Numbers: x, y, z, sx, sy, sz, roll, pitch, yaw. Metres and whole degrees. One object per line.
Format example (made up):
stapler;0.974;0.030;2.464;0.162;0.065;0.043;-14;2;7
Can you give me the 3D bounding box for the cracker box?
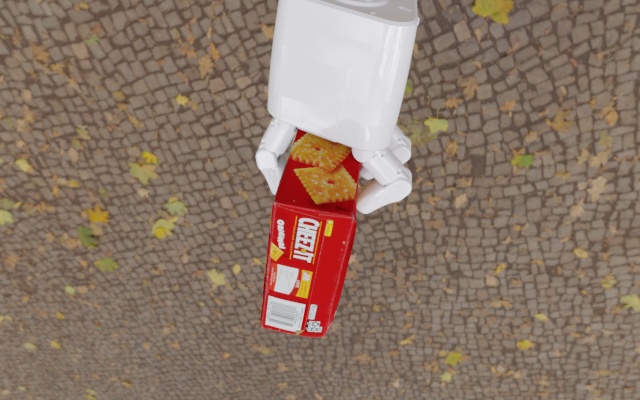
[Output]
cracker box;0.000;0.002;0.482;0.072;0.164;0.213;11;40;1
